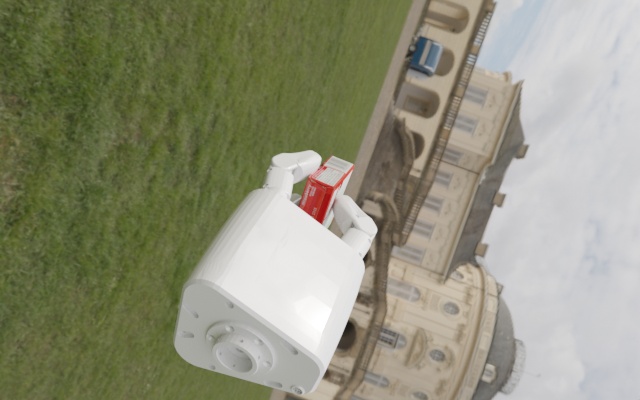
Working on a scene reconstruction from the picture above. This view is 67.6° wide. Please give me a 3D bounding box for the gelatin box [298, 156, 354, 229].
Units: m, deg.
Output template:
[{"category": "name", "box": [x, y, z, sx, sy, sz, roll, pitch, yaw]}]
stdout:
[{"category": "gelatin box", "box": [0.001, 0.002, 0.479, 0.030, 0.073, 0.089, 24, 24, 8]}]
